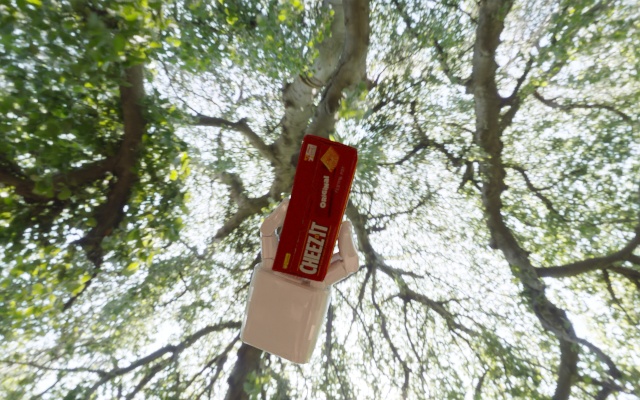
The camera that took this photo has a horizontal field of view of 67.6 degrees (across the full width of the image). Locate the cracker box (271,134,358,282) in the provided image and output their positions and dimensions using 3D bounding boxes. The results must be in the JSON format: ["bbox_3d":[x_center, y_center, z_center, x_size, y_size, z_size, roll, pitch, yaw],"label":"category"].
[{"bbox_3d":[0.000,0.002,0.647,0.072,0.164,0.213,14,6,1],"label":"cracker box"}]
